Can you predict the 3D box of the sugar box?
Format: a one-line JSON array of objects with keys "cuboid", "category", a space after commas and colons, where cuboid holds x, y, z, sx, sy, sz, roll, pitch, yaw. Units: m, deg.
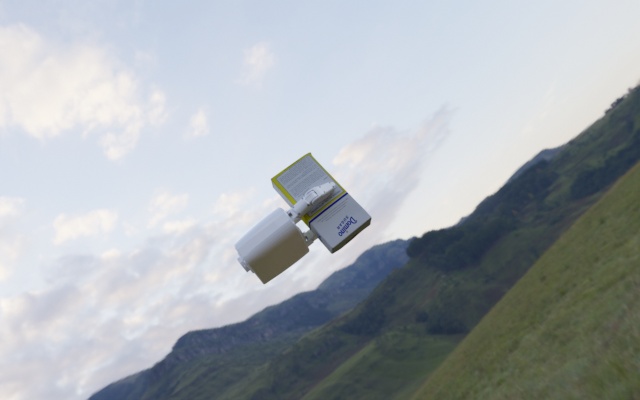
[{"cuboid": [0.000, 0.003, 0.864, 0.093, 0.176, 0.048, -37, -18, -14], "category": "sugar box"}]
